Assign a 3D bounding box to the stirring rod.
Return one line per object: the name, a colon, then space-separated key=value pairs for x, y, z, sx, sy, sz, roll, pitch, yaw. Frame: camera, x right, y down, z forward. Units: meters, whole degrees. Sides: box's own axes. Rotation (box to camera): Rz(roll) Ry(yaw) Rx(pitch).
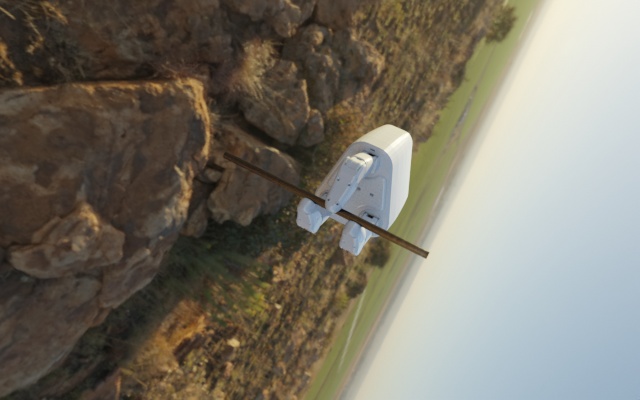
stirring rod: x=0.000 y=0.001 z=0.493 sx=0.239 sy=0.011 sz=0.011 roll=26 pitch=7 yaw=14
